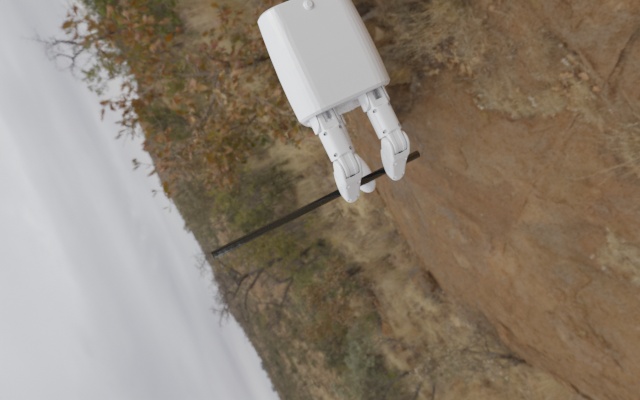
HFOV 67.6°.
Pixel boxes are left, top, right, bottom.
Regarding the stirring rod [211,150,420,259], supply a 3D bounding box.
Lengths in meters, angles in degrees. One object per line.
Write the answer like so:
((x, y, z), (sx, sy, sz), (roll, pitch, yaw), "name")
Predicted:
((0.000, 0.001, 0.492), (0.239, 0.011, 0.011), (-26, 6, -12), "stirring rod")
